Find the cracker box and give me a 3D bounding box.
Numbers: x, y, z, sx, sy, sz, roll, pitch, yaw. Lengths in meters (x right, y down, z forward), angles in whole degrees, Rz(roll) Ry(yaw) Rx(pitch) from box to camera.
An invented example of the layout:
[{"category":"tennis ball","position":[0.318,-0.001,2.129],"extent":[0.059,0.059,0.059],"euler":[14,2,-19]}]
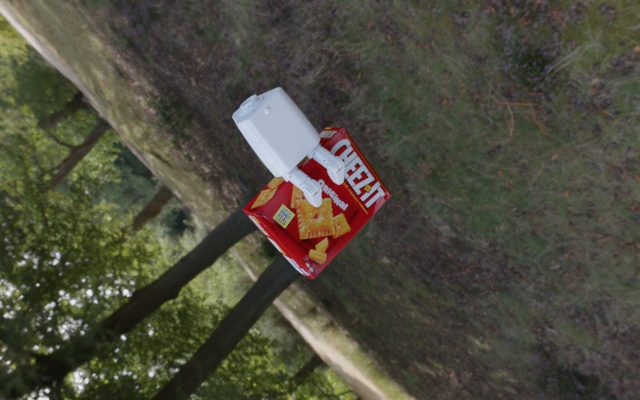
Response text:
[{"category":"cracker box","position":[0.000,0.003,0.825],"extent":[0.213,0.164,0.072],"euler":[-45,25,-15]}]
